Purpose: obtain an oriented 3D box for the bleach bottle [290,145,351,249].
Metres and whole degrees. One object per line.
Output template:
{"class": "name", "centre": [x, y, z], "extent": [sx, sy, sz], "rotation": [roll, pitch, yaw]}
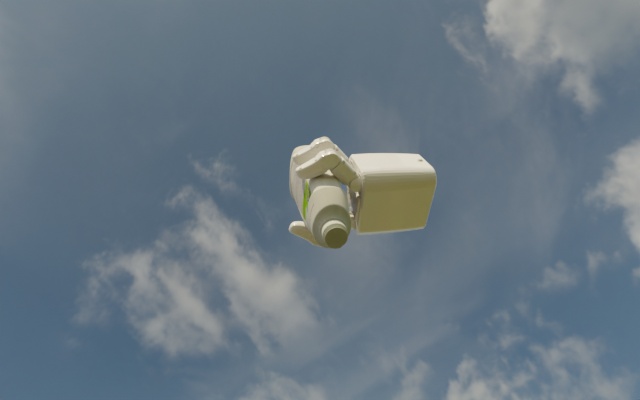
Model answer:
{"class": "bleach bottle", "centre": [0.000, 0.002, 0.679], "extent": [0.068, 0.103, 0.250], "rotation": [-2, 24, -8]}
